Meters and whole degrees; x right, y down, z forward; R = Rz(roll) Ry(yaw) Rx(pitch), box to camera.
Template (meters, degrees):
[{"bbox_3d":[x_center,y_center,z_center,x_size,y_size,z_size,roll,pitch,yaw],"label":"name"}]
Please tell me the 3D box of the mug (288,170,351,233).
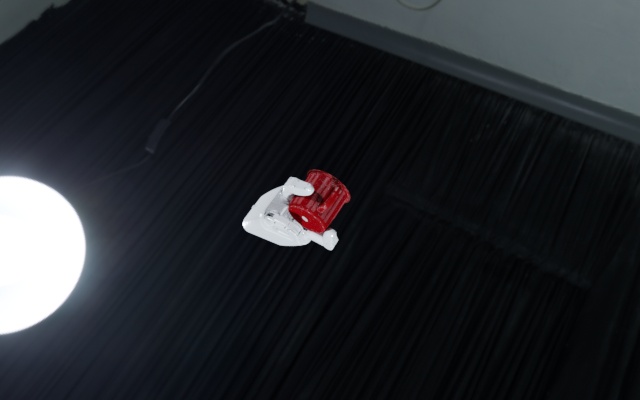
[{"bbox_3d":[0.001,0.003,0.856,0.093,0.081,0.117,41,-24,-16],"label":"mug"}]
